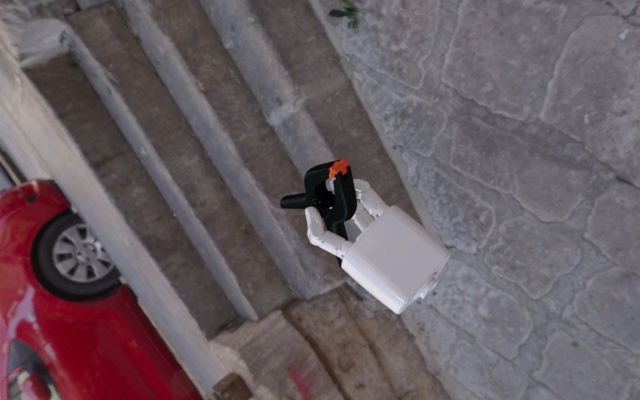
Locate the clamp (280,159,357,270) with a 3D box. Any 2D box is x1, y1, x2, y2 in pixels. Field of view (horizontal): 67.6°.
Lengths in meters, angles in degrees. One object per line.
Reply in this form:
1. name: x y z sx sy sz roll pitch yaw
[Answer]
1. clamp: 0.000 0.003 0.728 0.164 0.210 0.036 39 58 21
